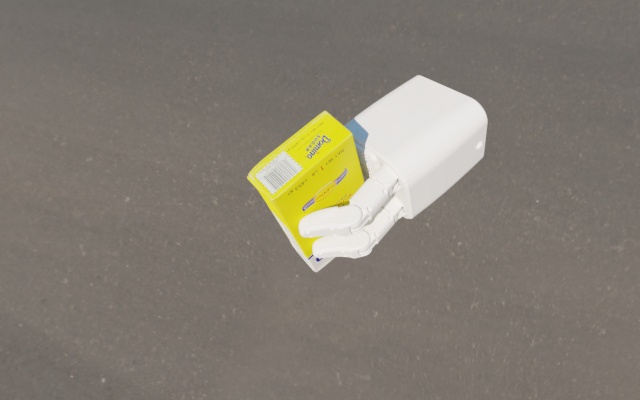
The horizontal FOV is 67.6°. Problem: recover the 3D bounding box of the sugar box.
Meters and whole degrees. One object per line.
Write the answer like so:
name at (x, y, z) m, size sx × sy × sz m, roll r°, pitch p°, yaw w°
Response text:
sugar box at (0.000, 0.002, 0.480) m, size 0.048 × 0.093 × 0.176 m, roll 45°, pitch -10°, yaw 31°
